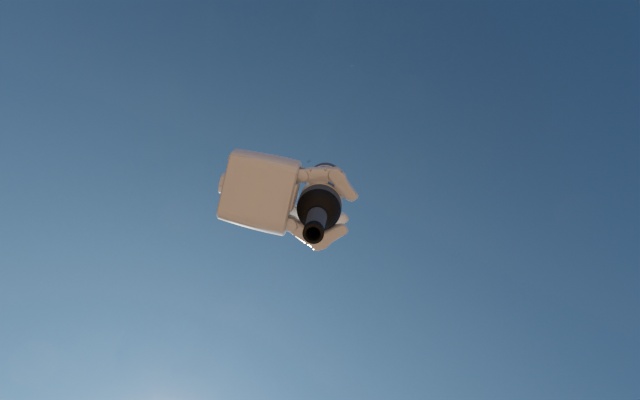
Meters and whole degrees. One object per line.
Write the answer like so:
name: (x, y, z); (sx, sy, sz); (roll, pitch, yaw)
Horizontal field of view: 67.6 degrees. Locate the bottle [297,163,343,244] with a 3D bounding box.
bottle: (0.000, 0.002, 0.738); (0.069, 0.069, 0.295); (0, 16, 4)
